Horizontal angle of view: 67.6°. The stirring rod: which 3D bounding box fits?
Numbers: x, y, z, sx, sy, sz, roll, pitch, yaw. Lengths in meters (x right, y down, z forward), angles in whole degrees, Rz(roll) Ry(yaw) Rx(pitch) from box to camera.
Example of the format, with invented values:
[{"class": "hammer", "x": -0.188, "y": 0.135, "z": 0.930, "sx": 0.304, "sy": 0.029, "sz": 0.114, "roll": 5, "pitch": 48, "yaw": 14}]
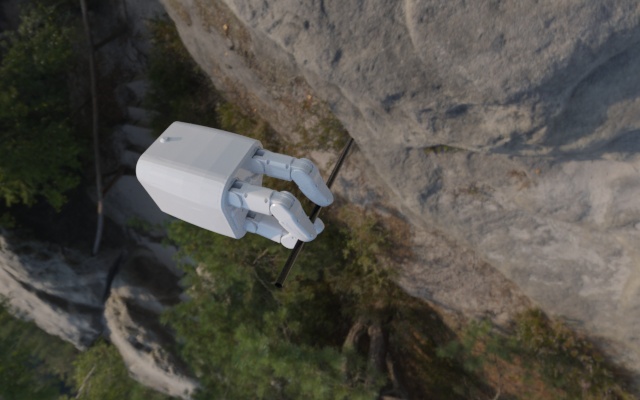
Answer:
[{"class": "stirring rod", "x": 0.000, "y": 0.002, "z": 0.540, "sx": 0.011, "sy": 0.011, "sz": 0.239, "roll": 0, "pitch": 42, "yaw": 27}]
